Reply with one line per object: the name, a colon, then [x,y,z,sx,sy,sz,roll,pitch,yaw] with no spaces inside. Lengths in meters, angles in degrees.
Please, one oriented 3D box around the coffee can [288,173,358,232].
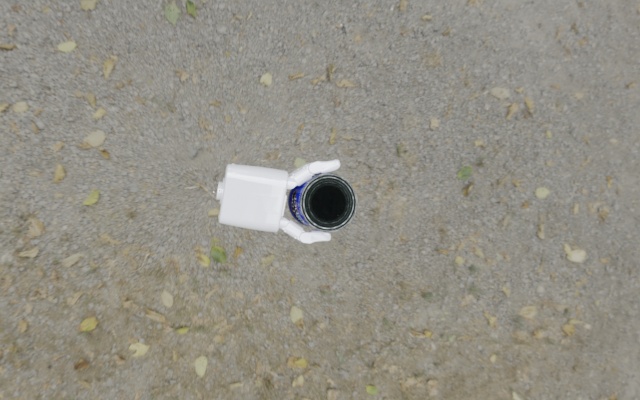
coffee can: [0.000,0.003,0.890,0.103,0.103,0.140,0,1,-13]
